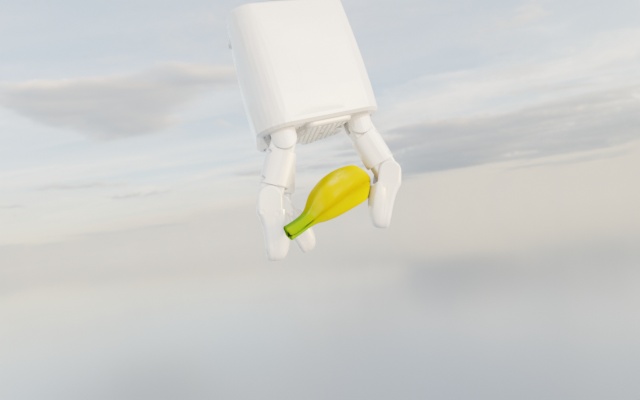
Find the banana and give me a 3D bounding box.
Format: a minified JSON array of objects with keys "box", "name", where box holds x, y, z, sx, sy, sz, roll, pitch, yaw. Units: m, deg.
[{"box":[0.016,-0.006,0.443,0.069,0.037,0.198,-27,-2,12],"name":"banana"}]
